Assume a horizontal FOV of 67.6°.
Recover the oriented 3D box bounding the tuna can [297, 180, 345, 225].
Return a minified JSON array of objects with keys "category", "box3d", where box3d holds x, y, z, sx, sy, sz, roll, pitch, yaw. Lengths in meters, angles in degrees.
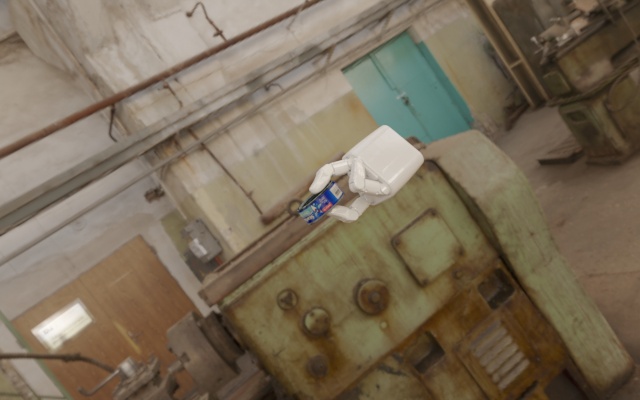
[{"category":"tuna can","box3d":[0.000,0.002,0.845,0.086,0.034,0.086,-40,8,7]}]
